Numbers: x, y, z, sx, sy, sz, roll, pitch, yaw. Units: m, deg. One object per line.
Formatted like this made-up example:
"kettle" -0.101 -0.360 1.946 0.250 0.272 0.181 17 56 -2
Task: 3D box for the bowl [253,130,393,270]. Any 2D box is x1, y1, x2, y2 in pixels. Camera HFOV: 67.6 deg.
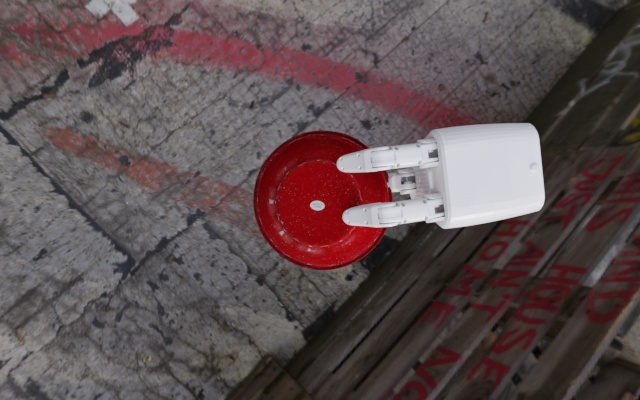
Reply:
"bowl" -0.001 0.002 0.525 0.162 0.162 0.055 0 3 4
